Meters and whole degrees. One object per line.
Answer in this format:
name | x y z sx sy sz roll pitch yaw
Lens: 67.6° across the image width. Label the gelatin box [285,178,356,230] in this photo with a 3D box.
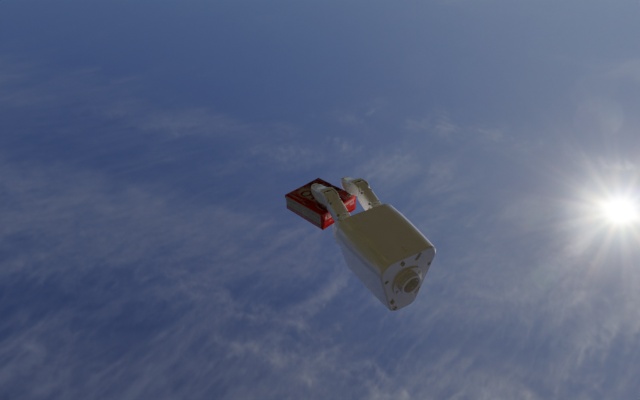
gelatin box | 0.000 0.003 0.754 0.073 0.030 0.089 -29 40 -33
